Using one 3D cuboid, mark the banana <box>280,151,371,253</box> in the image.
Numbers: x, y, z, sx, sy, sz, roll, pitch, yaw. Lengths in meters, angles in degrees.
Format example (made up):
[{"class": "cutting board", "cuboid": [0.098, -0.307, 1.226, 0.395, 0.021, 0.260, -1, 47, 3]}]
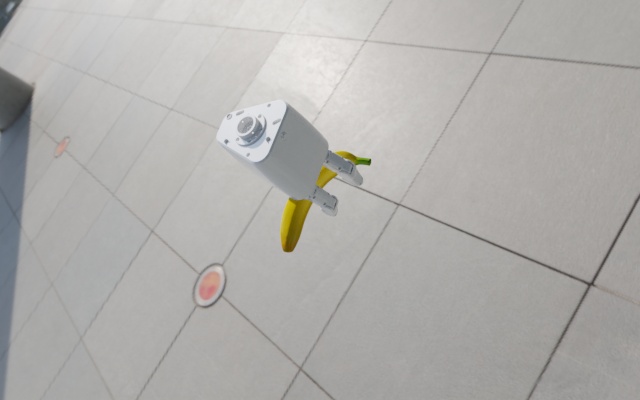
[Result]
[{"class": "banana", "cuboid": [-0.010, -0.011, 0.749, 0.069, 0.198, 0.037, 41, 0, 30]}]
